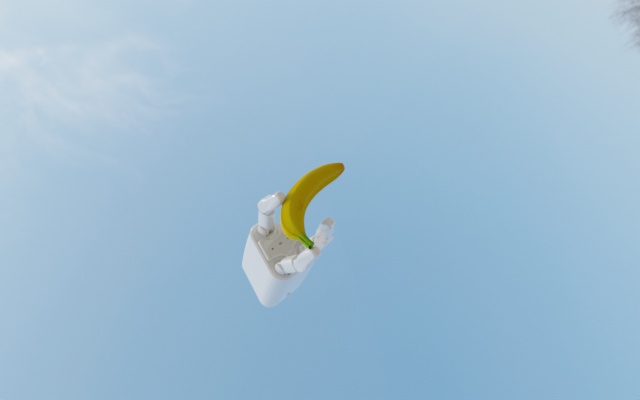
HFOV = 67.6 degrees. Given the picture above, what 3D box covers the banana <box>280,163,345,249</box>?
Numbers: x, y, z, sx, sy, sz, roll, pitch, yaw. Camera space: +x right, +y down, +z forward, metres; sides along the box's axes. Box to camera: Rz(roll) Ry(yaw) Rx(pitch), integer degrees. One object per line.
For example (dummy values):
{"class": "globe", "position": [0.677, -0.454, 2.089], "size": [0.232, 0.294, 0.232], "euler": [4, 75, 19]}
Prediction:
{"class": "banana", "position": [-0.018, -0.002, 0.750], "size": [0.069, 0.197, 0.037], "euler": [22, -43, 1]}
